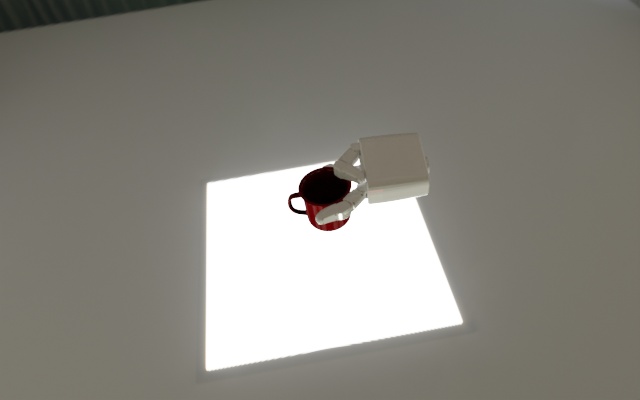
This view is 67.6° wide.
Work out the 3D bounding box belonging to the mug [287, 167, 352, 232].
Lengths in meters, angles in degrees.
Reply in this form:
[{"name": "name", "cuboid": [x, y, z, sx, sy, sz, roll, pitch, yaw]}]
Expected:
[{"name": "mug", "cuboid": [-0.001, 0.003, 0.843, 0.117, 0.093, 0.082, -8, -42, 2]}]
